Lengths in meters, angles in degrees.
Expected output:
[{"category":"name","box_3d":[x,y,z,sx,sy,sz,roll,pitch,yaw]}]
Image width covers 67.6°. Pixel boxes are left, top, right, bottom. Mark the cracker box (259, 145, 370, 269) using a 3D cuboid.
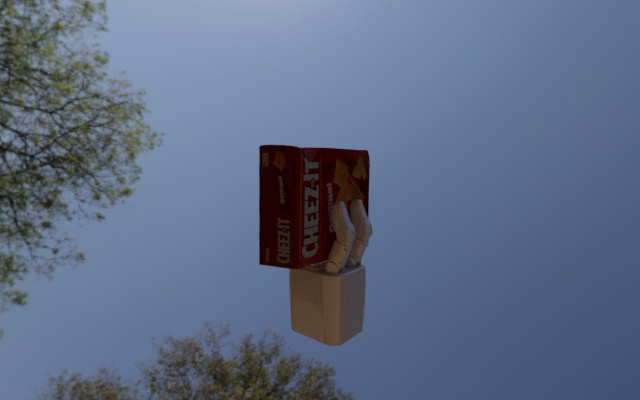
[{"category":"cracker box","box_3d":[0.000,0.002,0.714,0.072,0.164,0.213,3,5,31]}]
